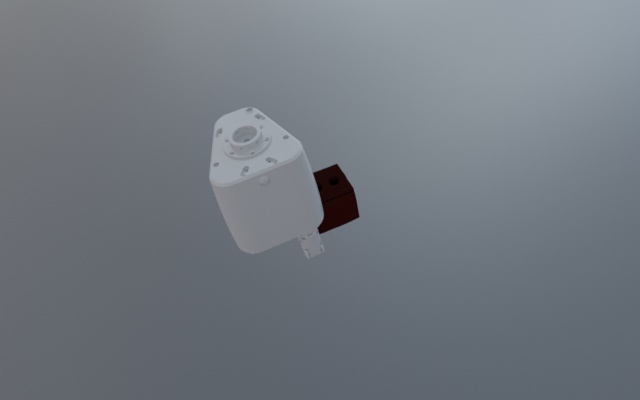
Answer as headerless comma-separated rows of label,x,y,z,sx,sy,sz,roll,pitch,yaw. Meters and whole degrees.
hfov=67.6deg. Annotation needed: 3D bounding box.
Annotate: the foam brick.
foam brick,0.000,0.002,0.571,0.078,0.051,0.053,-23,46,-7
